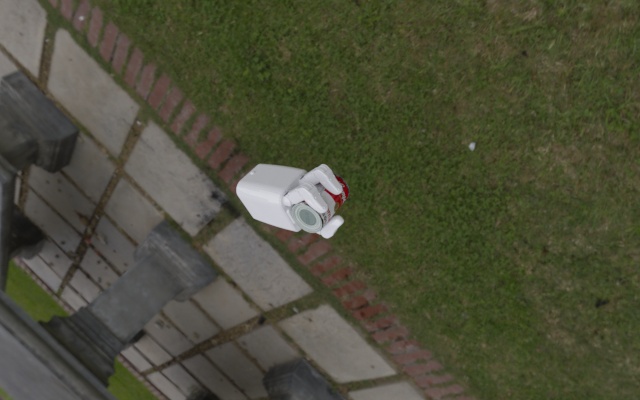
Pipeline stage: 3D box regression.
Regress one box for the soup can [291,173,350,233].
[{"bbox_3d":[0.000,0.003,0.875,0.068,0.068,0.102,0,35,37],"label":"soup can"}]
